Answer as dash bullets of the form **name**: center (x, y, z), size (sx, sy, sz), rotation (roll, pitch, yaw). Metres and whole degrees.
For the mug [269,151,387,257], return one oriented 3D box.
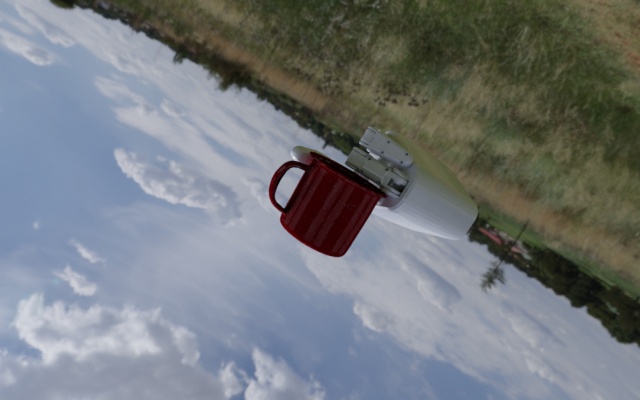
- **mug**: center (-0.001, 0.001, 0.498), size (0.117, 0.081, 0.093), rotation (25, 11, -27)
